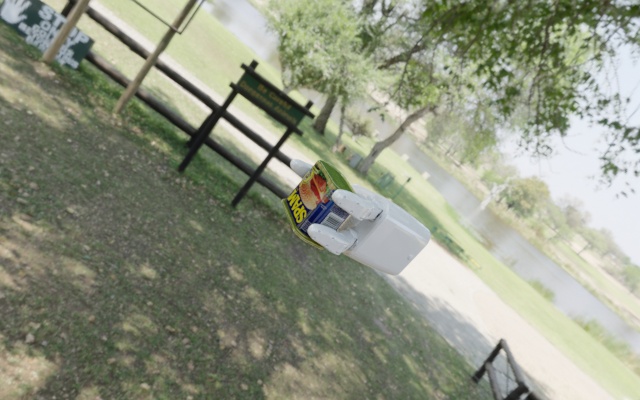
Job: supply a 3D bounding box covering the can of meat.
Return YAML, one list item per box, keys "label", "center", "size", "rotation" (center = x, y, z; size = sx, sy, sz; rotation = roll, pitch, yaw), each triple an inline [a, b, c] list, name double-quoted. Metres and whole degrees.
- label: "can of meat"
  center: [0.000, 0.002, 0.654]
  size: [0.057, 0.084, 0.102]
  rotation: [31, 17, -31]
